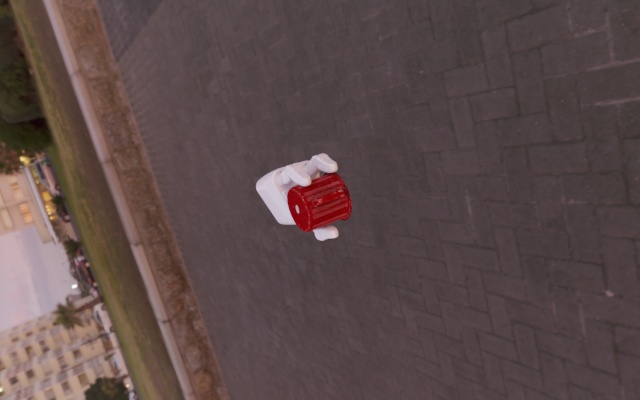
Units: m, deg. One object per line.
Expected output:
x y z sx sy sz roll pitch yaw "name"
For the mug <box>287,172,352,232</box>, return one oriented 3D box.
0.001 0.003 0.813 0.081 0.093 0.117 -21 2 -26 "mug"
